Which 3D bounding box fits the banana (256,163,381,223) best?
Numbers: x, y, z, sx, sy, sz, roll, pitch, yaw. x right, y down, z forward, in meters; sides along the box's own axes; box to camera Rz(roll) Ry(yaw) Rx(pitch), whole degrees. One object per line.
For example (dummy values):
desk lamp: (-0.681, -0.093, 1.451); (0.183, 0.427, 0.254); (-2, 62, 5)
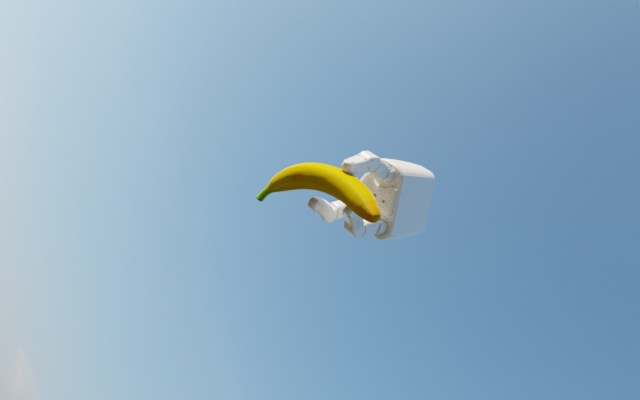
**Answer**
banana: (0.002, -0.016, 0.638); (0.198, 0.069, 0.037); (9, -11, 37)
